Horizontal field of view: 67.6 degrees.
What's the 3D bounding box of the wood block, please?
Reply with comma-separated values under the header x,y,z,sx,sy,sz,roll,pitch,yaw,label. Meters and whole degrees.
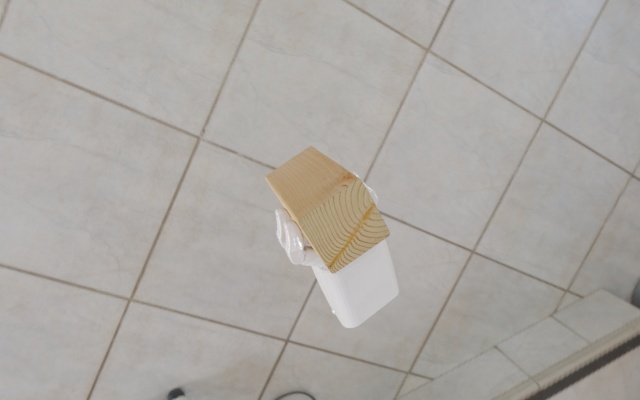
x,y,z,sx,sy,sz,roll,pitch,yaw,label
0.001,0.002,0.658,0.091,0.090,0.206,-34,24,-5,wood block
